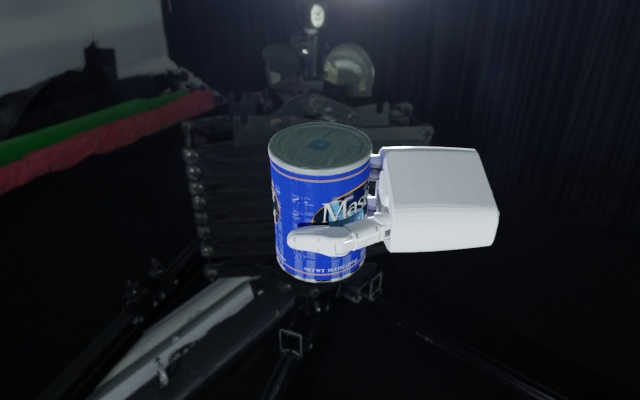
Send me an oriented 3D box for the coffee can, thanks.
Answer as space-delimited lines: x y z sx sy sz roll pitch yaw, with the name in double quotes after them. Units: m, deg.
0.000 0.002 0.509 0.103 0.140 0.102 0 34 0 "coffee can"
